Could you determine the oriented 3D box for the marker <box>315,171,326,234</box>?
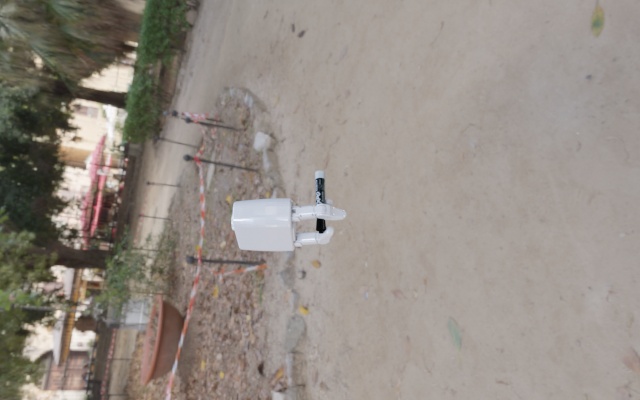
[{"bbox_3d":[0.000,0.003,0.881,0.020,0.121,0.020,-1,-22,0],"label":"marker"}]
